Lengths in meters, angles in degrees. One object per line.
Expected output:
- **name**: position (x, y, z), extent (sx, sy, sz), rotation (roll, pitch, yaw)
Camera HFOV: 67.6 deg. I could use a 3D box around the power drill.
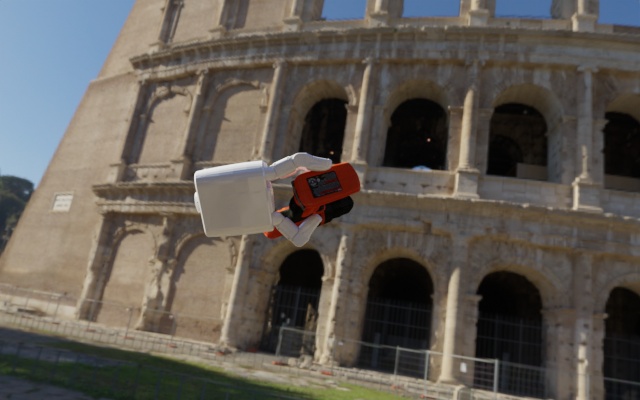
- **power drill**: position (0.000, 0.003, 0.819), extent (0.184, 0.057, 0.188), rotation (-19, -15, -24)
